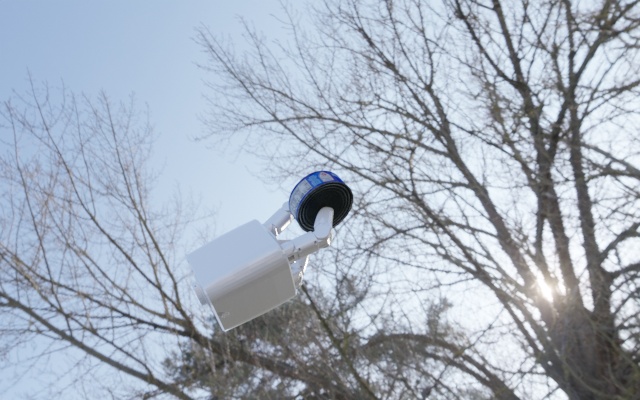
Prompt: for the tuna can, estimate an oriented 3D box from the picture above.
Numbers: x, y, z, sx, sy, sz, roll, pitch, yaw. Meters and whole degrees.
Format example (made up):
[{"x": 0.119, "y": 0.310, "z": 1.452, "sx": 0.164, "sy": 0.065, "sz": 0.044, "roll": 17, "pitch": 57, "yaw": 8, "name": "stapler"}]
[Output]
[{"x": 0.000, "y": 0.002, "z": 0.655, "sx": 0.086, "sy": 0.086, "sz": 0.033, "roll": 0, "pitch": 34, "yaw": -34, "name": "tuna can"}]
